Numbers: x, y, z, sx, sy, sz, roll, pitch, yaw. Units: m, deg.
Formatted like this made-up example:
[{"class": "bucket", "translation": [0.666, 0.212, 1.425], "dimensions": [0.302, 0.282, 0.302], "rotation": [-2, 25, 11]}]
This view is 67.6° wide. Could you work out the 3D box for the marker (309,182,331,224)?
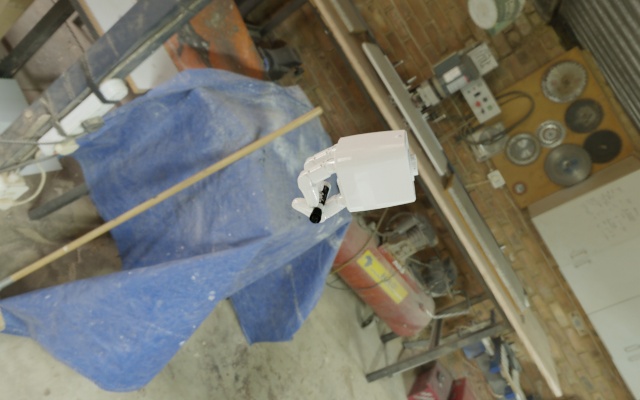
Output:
[{"class": "marker", "translation": [0.000, 0.003, 0.776], "dimensions": [0.020, 0.020, 0.121], "rotation": [0, 27, 10]}]
